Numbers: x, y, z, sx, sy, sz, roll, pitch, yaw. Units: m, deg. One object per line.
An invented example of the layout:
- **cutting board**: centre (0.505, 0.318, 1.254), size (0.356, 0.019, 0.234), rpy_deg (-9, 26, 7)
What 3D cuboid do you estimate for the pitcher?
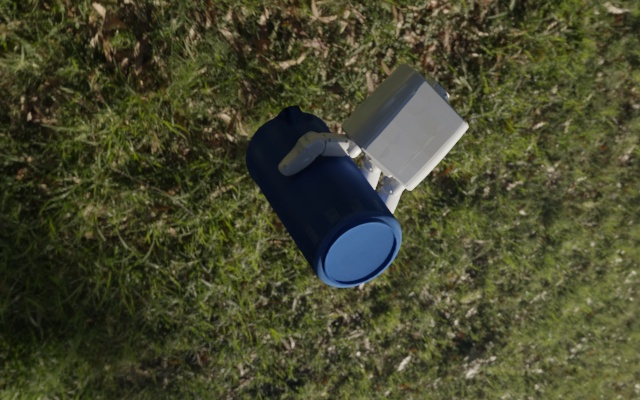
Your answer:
- **pitcher**: centre (0.000, 0.002, 0.613), size (0.149, 0.145, 0.242), rpy_deg (34, 14, -39)
